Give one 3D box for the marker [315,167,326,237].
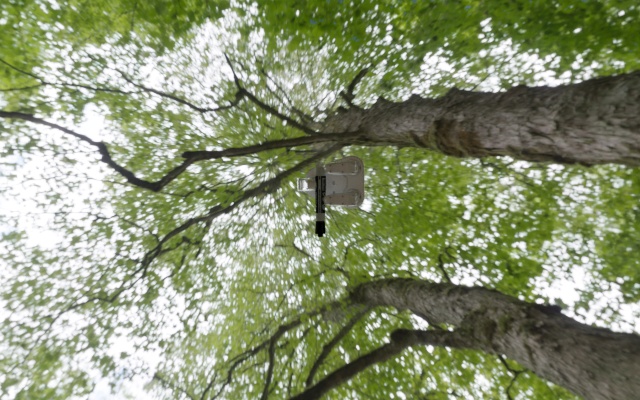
[{"bbox_3d":[0.000,0.003,0.820,0.020,0.121,0.020,0,4,0],"label":"marker"}]
